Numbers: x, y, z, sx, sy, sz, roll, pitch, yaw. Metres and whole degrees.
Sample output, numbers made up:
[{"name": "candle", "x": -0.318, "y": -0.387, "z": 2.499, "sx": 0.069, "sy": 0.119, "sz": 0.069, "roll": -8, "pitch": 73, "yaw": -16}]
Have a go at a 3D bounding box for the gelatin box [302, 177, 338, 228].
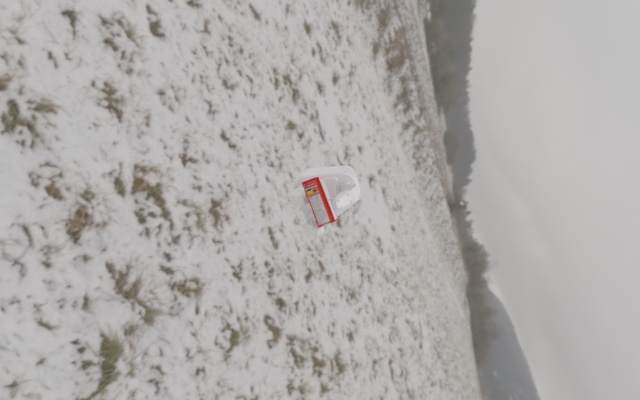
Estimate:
[{"name": "gelatin box", "x": 0.001, "y": 0.002, "z": 0.749, "sx": 0.030, "sy": 0.073, "sz": 0.089, "roll": -20, "pitch": -1, "yaw": 5}]
